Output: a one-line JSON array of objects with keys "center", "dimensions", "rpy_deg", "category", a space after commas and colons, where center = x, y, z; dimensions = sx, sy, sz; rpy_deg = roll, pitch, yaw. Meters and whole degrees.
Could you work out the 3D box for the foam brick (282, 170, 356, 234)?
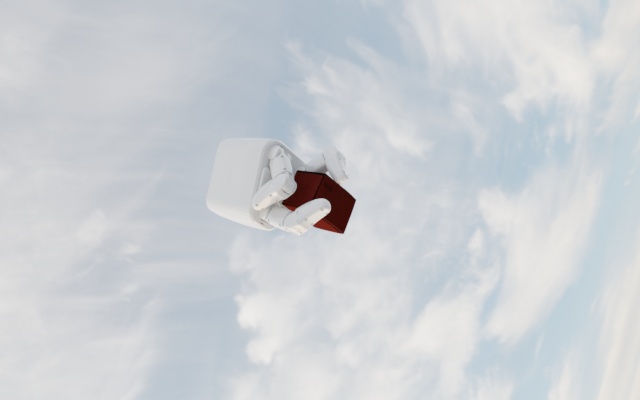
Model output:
[{"center": [0.000, 0.002, 0.624], "dimensions": [0.051, 0.053, 0.078], "rpy_deg": [9, -21, 42], "category": "foam brick"}]
